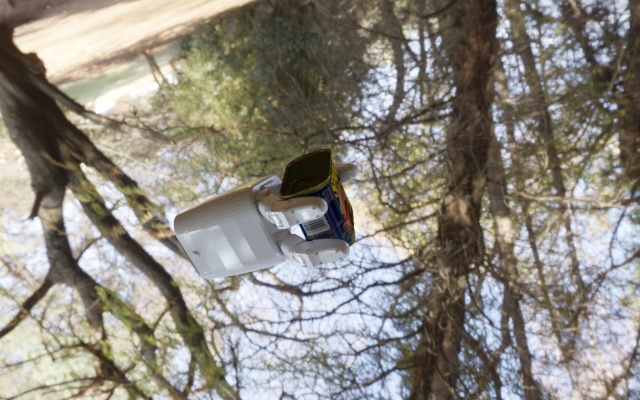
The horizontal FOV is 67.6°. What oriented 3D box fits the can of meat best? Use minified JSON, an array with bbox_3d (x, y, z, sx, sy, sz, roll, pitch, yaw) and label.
[{"bbox_3d":[0.000,0.002,0.535,0.057,0.084,0.102,-19,25,12],"label":"can of meat"}]
